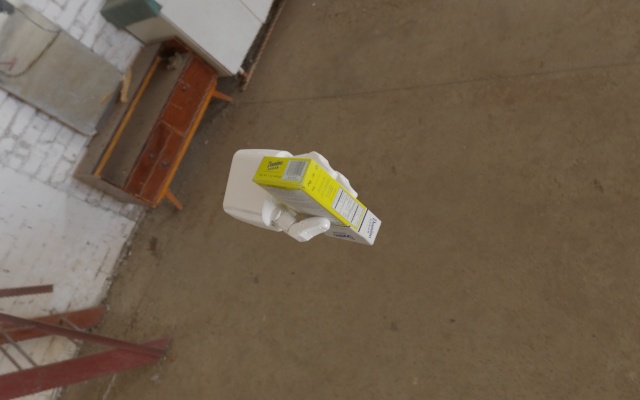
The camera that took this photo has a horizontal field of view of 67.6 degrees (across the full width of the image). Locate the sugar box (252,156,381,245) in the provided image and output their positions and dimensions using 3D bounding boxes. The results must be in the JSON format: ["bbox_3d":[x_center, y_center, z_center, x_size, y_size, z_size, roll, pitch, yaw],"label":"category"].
[{"bbox_3d":[0.000,0.002,0.656,0.093,0.048,0.176,9,-19,42],"label":"sugar box"}]
